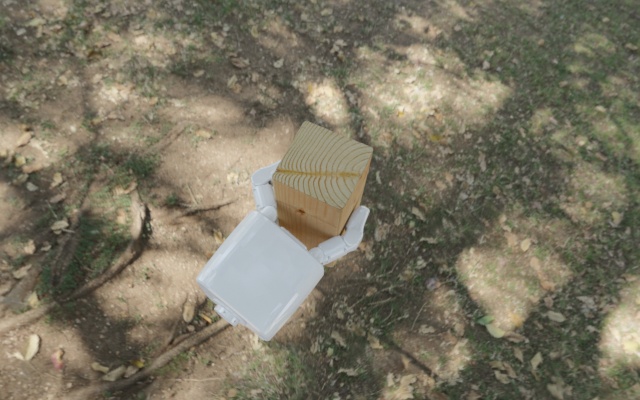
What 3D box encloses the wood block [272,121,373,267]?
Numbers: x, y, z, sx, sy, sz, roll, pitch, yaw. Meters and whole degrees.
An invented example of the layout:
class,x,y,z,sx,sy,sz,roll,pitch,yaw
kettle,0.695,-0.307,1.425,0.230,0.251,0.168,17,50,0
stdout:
class,x,y,z,sx,sy,sz,roll,pitch,yaw
wood block,0.000,0.002,0.630,0.091,0.090,0.206,24,-24,9
